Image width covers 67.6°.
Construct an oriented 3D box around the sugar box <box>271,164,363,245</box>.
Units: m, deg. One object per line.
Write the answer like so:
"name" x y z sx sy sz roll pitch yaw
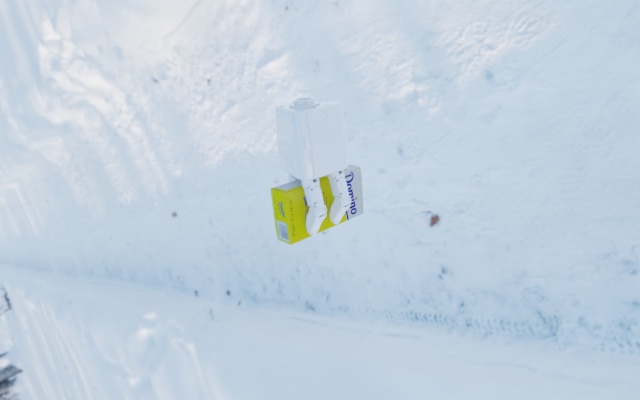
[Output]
"sugar box" 0.000 0.003 0.818 0.176 0.093 0.048 -20 25 -36
